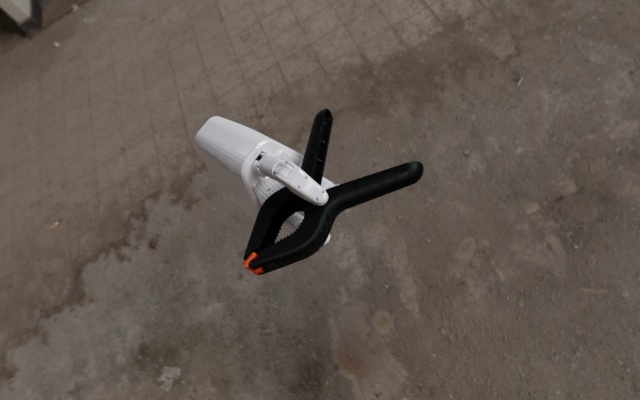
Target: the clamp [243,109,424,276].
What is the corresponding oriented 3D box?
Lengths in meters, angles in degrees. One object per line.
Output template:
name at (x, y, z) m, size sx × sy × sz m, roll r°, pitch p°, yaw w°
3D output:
clamp at (-0.001, 0.002, 0.521) m, size 0.164 × 0.210 × 0.036 m, roll 29°, pitch -12°, yaw 39°
